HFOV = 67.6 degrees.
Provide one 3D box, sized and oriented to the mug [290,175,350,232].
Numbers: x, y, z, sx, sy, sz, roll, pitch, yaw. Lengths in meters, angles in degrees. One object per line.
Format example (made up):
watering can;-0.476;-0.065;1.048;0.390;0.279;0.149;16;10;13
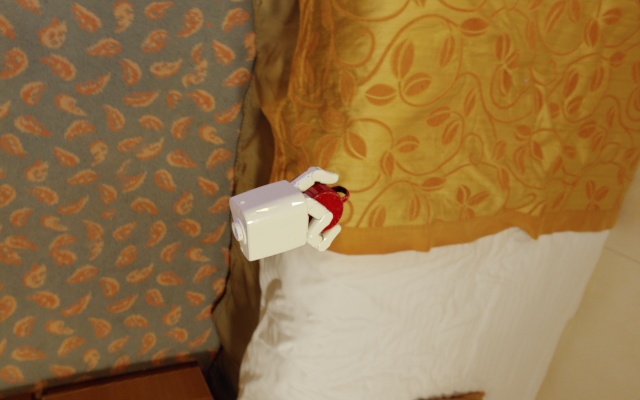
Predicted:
mug;0.002;0.003;0.881;0.117;0.093;0.081;-19;30;-22
